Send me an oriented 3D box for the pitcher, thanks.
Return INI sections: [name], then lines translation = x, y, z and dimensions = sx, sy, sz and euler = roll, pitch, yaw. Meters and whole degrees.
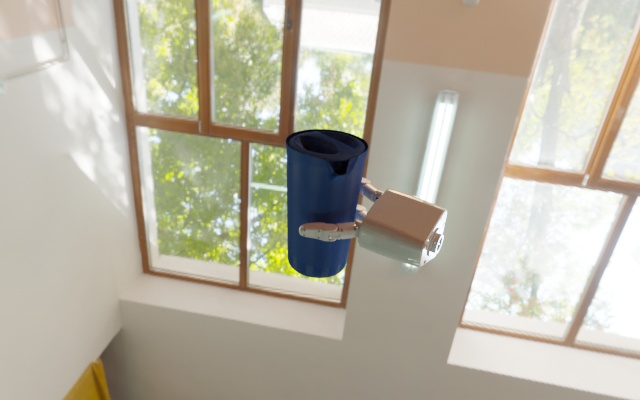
[pitcher]
translation = 0.000, 0.003, 0.827
dimensions = 0.145, 0.243, 0.149
euler = 18, 30, 23
